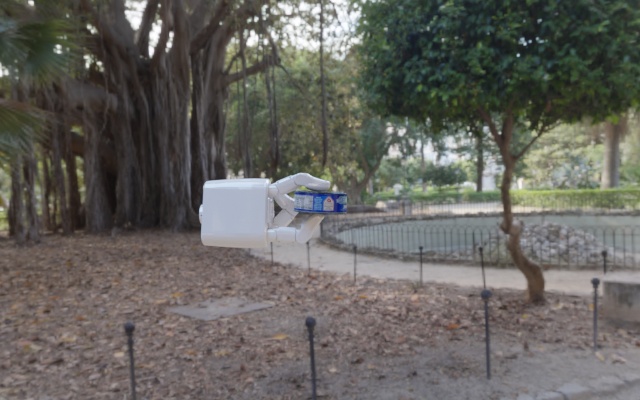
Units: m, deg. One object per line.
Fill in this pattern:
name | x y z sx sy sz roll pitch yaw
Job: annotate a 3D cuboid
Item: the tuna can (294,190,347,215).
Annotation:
tuna can | 0.000 0.002 0.769 0.086 0.034 0.086 3 2 0
